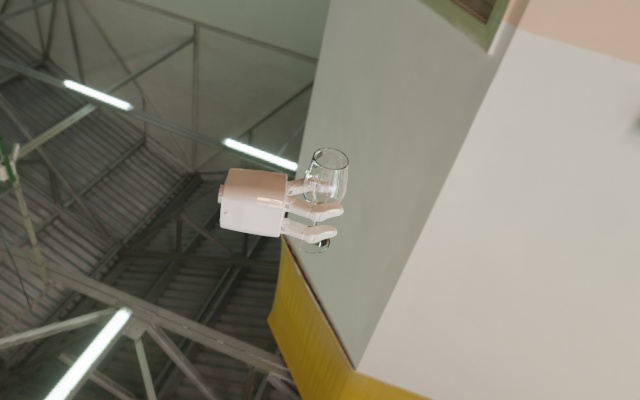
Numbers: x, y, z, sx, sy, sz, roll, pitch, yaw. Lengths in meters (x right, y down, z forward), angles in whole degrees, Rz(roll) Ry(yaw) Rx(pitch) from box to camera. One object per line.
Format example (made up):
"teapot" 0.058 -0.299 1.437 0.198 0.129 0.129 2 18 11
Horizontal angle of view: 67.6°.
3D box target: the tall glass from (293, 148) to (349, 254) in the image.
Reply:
"tall glass" 0.000 0.003 0.868 0.079 0.201 0.079 8 41 -7
